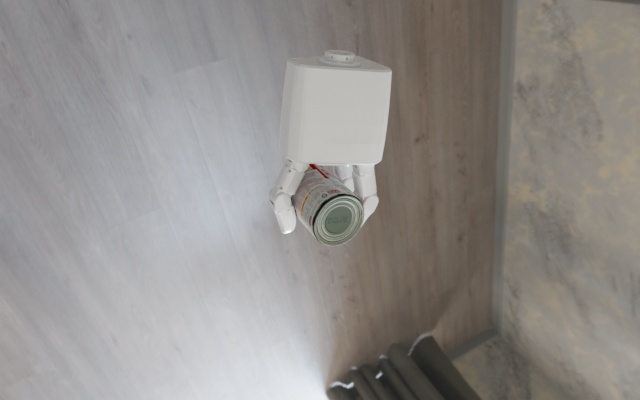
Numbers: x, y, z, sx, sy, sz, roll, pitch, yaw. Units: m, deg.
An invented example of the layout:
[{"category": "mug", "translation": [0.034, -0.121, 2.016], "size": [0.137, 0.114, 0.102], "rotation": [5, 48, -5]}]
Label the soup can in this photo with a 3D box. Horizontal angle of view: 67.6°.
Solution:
[{"category": "soup can", "translation": [0.000, 0.002, 0.577], "size": [0.068, 0.068, 0.102], "rotation": [0, 25, -29]}]
